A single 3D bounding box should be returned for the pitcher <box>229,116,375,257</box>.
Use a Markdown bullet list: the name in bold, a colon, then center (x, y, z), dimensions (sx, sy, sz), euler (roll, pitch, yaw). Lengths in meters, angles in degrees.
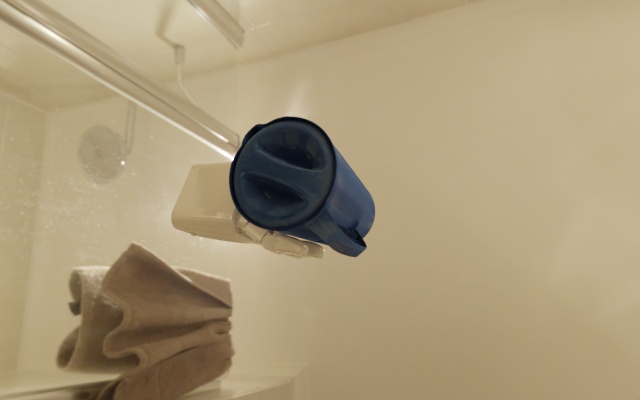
- **pitcher**: center (0.000, 0.002, 0.634), dimensions (0.145, 0.149, 0.243), euler (1, -13, 21)
